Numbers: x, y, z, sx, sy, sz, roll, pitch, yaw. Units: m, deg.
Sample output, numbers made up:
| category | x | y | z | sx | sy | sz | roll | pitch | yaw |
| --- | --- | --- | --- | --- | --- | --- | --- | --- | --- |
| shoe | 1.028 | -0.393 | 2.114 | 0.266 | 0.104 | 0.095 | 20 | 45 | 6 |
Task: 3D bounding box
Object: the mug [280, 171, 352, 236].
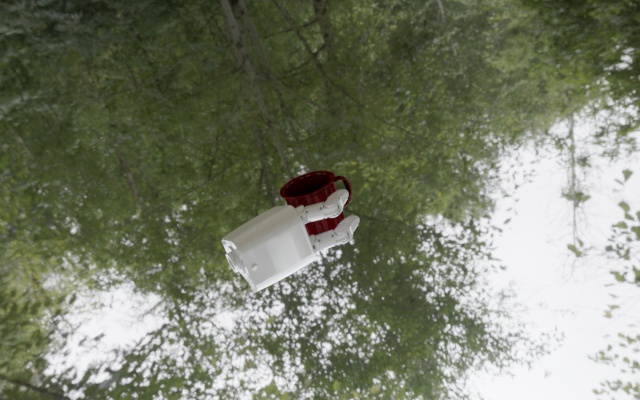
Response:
| category | x | y | z | sx | sy | sz | roll | pitch | yaw |
| --- | --- | --- | --- | --- | --- | --- | --- | --- | --- |
| mug | 0.001 | 0.002 | 0.782 | 0.117 | 0.081 | 0.093 | -28 | 26 | -20 |
